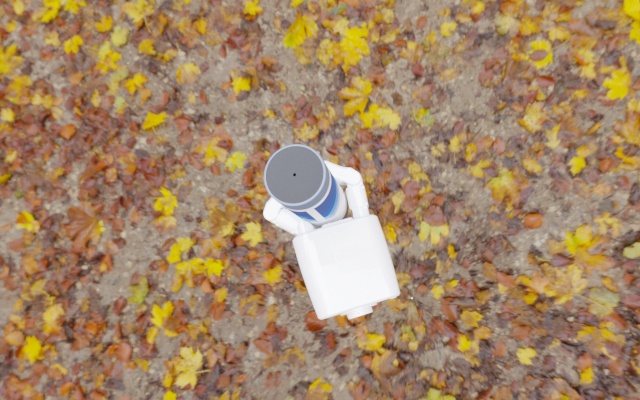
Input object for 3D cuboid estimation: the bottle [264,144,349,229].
[{"bbox_3d":[0.000,0.002,0.635,0.069,0.069,0.296,0,-11,11],"label":"bottle"}]
